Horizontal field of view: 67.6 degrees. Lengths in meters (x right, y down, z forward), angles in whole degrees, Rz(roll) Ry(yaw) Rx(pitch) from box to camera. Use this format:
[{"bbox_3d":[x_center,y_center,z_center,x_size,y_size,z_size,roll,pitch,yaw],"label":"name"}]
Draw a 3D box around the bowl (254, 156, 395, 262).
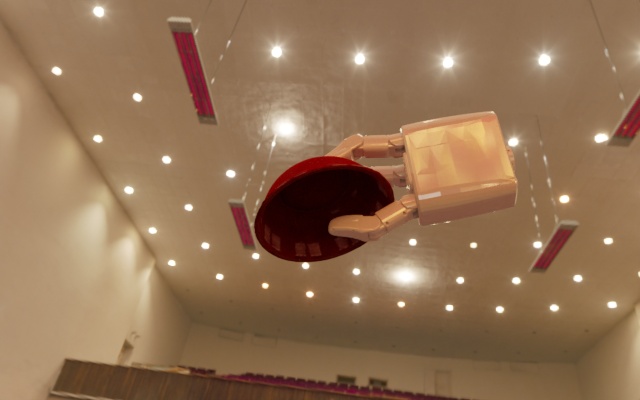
[{"bbox_3d":[-0.001,0.002,0.550,0.162,0.055,0.162,-11,-41,-10],"label":"bowl"}]
